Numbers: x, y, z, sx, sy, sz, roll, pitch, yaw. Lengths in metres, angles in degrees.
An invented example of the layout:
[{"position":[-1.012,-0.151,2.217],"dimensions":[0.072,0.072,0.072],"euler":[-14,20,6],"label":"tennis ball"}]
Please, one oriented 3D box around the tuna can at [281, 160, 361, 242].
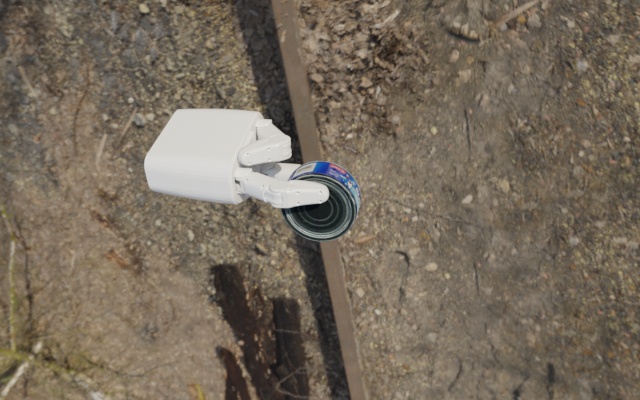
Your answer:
[{"position":[0.000,0.002,0.521],"dimensions":[0.086,0.086,0.033],"euler":[0,29,13],"label":"tuna can"}]
